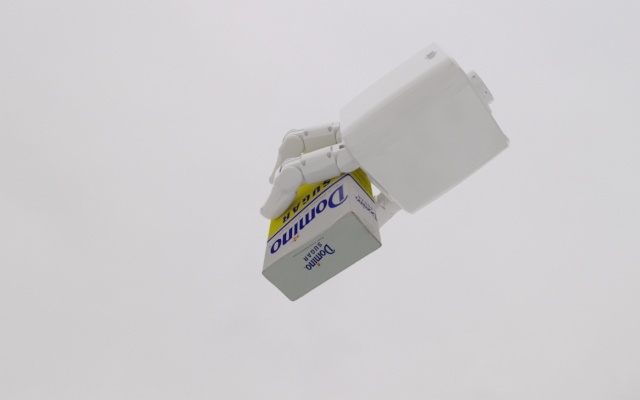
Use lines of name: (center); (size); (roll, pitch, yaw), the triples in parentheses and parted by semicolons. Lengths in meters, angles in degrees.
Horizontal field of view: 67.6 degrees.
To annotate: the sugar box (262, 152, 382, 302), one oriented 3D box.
sugar box: (0.000, 0.001, 0.438); (0.093, 0.048, 0.176); (-35, 22, 18)
